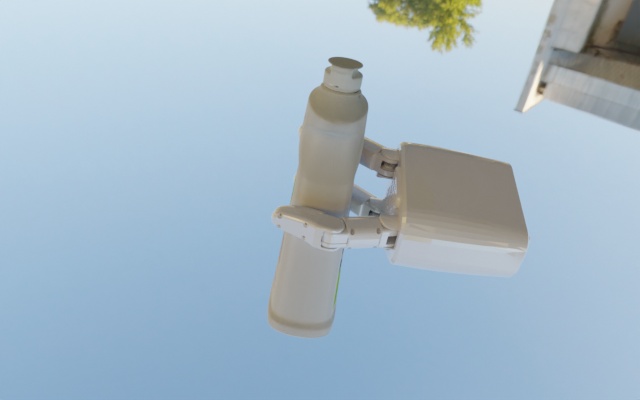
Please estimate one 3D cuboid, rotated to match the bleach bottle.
[{"bbox_3d":[0.000,0.001,0.431,0.068,0.251,0.102,9,33,-2],"label":"bleach bottle"}]
